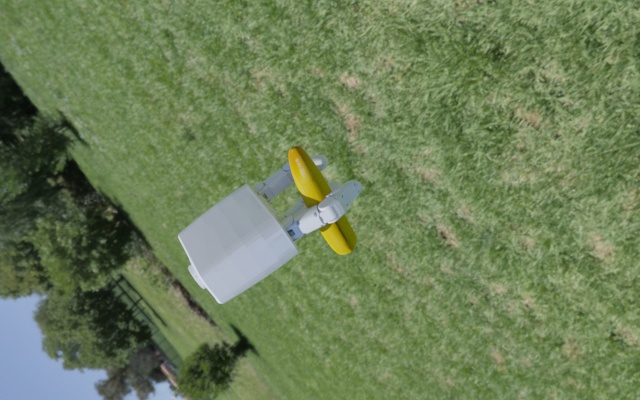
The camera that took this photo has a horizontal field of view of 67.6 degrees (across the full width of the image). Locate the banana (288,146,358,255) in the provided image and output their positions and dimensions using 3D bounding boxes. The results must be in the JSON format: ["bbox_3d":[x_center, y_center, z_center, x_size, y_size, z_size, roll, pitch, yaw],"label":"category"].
[{"bbox_3d":[0.008,0.016,0.590,0.037,0.069,0.198,-31,-40,0],"label":"banana"}]
